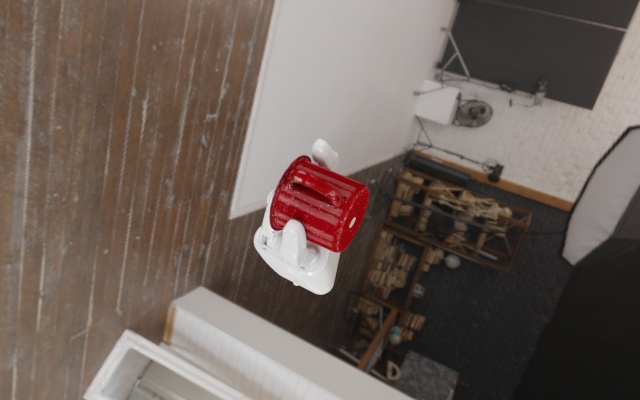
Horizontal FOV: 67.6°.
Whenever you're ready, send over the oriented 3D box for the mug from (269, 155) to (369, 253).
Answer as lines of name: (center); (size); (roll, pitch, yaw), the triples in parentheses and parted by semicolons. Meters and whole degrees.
mug: (0.000, 0.001, 0.518); (0.081, 0.093, 0.117); (23, -19, 18)
